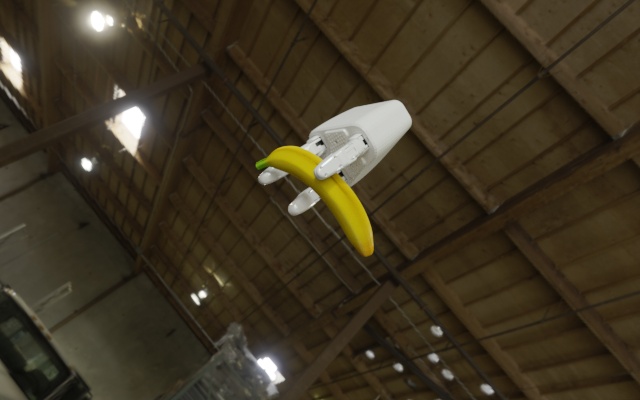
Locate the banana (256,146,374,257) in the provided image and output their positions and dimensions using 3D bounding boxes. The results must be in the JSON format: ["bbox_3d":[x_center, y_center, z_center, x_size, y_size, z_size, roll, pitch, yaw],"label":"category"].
[{"bbox_3d":[0.004,-0.012,0.617,0.037,0.198,0.070,-39,-15,-42],"label":"banana"}]
